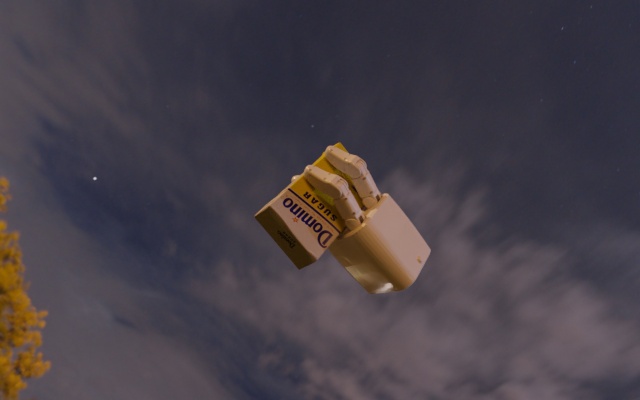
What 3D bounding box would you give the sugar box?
[{"bbox_3d":[0.001,0.002,0.648,0.048,0.093,0.176,-33,10,44],"label":"sugar box"}]
